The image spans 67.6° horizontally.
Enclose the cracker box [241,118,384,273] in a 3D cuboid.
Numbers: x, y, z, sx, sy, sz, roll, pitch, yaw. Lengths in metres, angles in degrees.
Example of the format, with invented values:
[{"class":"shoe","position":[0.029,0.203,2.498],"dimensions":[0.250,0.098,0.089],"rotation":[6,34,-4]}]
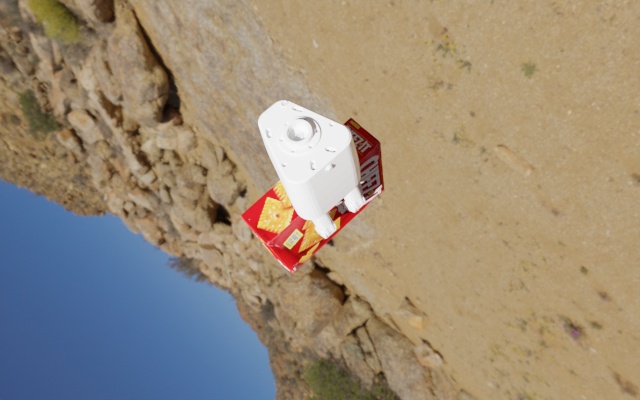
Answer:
[{"class":"cracker box","position":[0.000,0.002,0.728],"dimensions":[0.072,0.213,0.164],"rotation":[45,-10,23]}]
